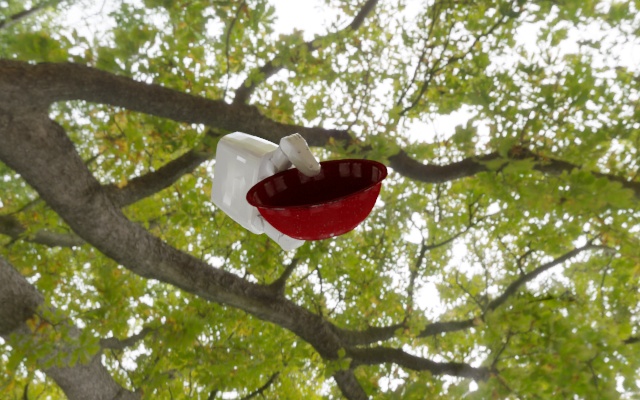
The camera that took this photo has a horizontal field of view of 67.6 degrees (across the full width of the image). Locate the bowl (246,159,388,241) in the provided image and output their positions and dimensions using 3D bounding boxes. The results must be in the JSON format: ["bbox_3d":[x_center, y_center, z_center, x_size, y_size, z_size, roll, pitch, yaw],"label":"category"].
[{"bbox_3d":[0.001,0.002,0.542,0.162,0.055,0.162,-10,18,3],"label":"bowl"}]
